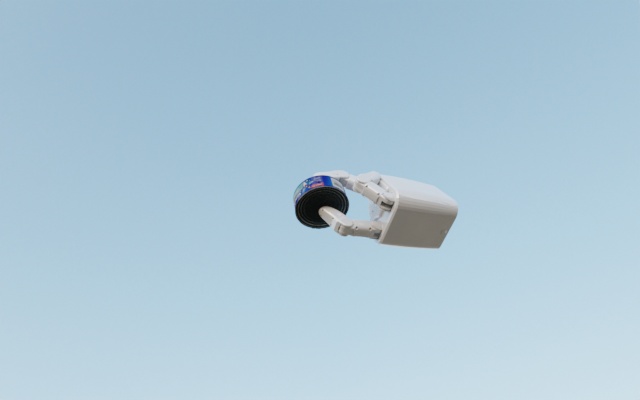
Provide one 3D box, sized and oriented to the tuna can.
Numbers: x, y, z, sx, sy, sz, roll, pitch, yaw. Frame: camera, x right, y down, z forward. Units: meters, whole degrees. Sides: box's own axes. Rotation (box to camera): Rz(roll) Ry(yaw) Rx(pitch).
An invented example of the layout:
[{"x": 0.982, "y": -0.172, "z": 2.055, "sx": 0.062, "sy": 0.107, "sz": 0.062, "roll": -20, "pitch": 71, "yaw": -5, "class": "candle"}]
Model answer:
[{"x": 0.000, "y": 0.002, "z": 0.752, "sx": 0.086, "sy": 0.086, "sz": 0.033, "roll": 0, "pitch": 39, "yaw": -13, "class": "tuna can"}]
